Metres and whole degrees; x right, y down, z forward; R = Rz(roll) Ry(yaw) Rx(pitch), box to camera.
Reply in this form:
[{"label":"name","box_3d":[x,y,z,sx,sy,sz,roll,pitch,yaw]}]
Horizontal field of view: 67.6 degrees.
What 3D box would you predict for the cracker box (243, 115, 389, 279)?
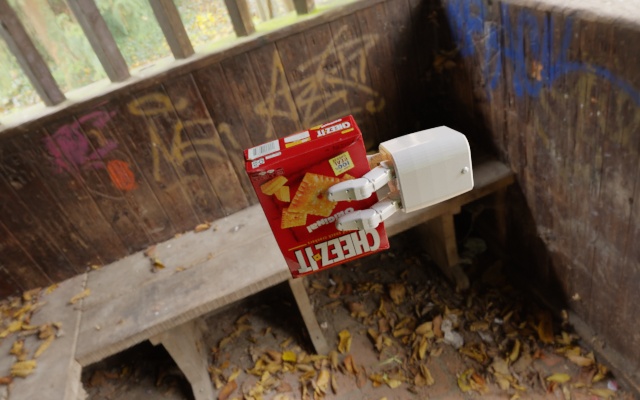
[{"label":"cracker box","box_3d":[0.000,0.002,0.709,0.164,0.214,0.072,-18,35,1]}]
